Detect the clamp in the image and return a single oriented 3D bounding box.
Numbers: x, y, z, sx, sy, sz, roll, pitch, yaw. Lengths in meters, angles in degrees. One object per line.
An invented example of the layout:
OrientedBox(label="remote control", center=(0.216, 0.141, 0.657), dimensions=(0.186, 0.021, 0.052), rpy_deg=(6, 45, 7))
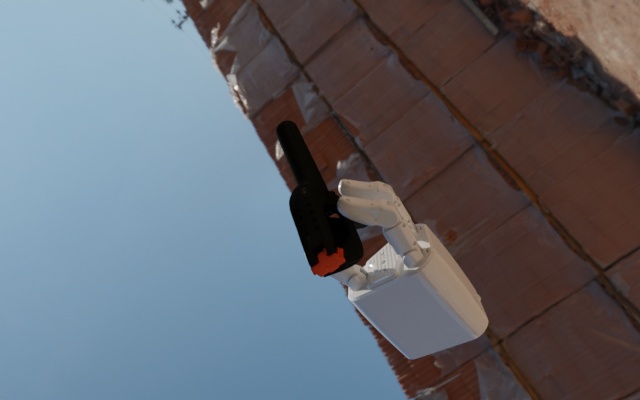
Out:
OrientedBox(label="clamp", center=(0.000, 0.002, 0.488), dimensions=(0.036, 0.164, 0.210), rpy_deg=(-37, 14, 17))
